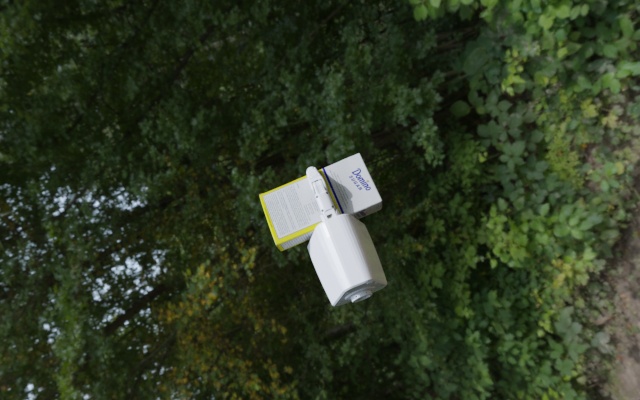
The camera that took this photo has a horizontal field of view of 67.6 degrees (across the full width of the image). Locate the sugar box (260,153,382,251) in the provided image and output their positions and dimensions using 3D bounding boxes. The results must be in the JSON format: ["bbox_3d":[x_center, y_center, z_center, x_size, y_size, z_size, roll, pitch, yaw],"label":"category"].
[{"bbox_3d":[0.000,0.003,0.757,0.176,0.093,0.048,-21,-22,-2],"label":"sugar box"}]
